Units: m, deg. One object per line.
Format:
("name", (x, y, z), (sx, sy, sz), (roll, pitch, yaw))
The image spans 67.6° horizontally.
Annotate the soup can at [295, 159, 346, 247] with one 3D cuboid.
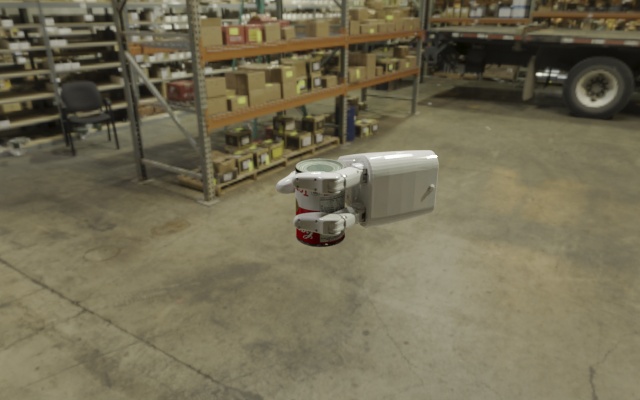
("soup can", (0.000, 0.002, 0.639), (0.068, 0.102, 0.068), (0, 22, 0))
